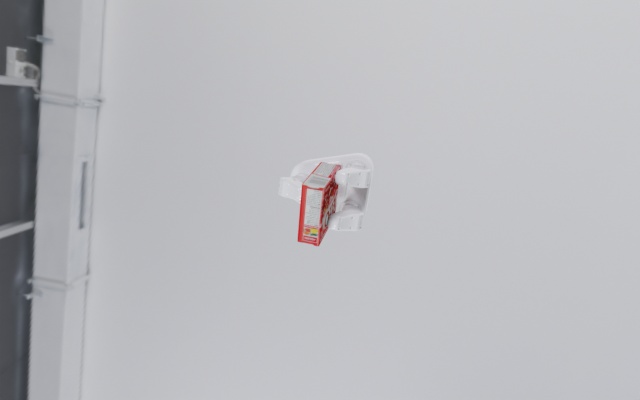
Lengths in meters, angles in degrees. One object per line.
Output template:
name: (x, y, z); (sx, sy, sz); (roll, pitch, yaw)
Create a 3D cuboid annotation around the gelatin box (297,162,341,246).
gelatin box: (0.000, 0.002, 0.571); (0.030, 0.073, 0.089); (11, 24, 11)
